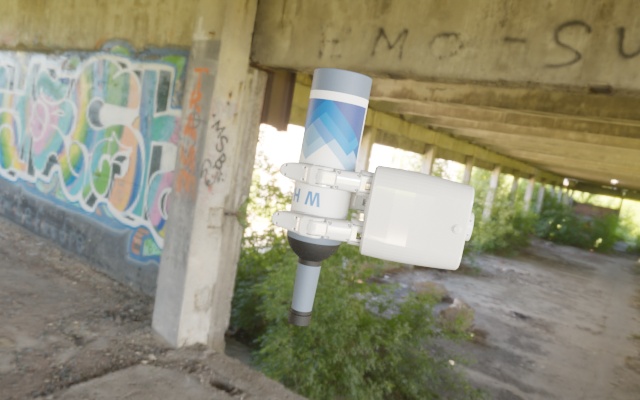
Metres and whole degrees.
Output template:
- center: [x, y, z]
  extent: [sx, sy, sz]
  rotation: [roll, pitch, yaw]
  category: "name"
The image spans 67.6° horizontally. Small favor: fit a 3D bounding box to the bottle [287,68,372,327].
- center: [0.000, 0.002, 0.556]
  extent: [0.069, 0.296, 0.069]
  rotation: [10, 6, -1]
  category: "bottle"
